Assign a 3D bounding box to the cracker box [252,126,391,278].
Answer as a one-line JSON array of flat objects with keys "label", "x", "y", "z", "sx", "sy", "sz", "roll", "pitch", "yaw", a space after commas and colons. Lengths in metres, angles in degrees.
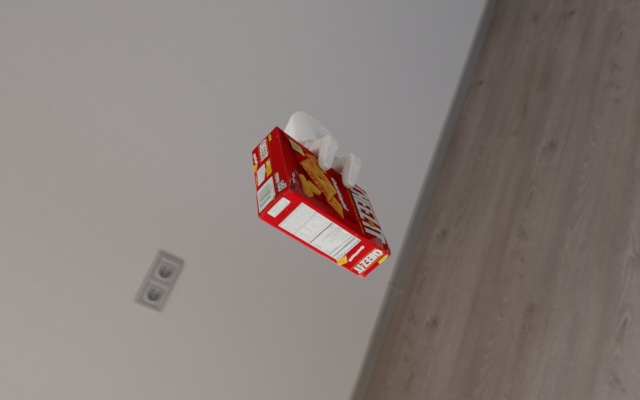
[{"label": "cracker box", "x": 0.000, "y": 0.002, "z": 0.734, "sx": 0.214, "sy": 0.072, "sz": 0.164, "roll": 33, "pitch": 25, "yaw": -32}]
